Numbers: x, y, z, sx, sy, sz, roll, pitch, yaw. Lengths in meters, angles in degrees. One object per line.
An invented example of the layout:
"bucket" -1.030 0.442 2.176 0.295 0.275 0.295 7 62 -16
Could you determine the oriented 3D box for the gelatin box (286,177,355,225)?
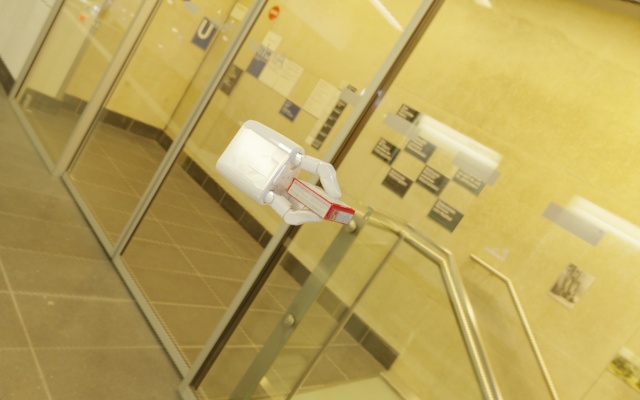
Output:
"gelatin box" 0.001 0.002 0.748 0.089 0.030 0.073 34 9 32
